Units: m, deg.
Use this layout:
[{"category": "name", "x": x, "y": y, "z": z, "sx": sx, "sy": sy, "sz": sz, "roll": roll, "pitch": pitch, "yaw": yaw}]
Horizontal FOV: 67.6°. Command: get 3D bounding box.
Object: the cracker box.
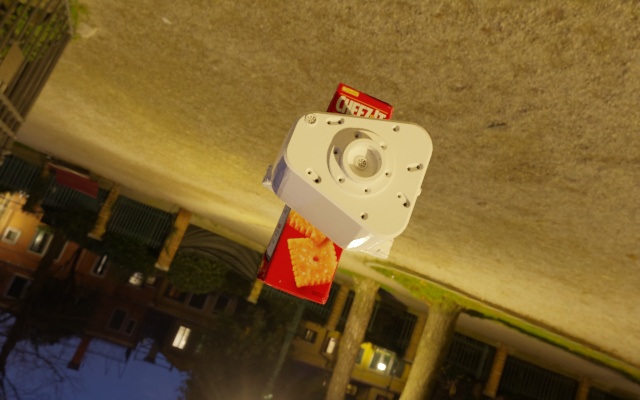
[{"category": "cracker box", "x": 0.000, "y": 0.002, "z": 0.540, "sx": 0.072, "sy": 0.213, "sz": 0.164, "roll": 22, "pitch": -11, "yaw": -6}]
